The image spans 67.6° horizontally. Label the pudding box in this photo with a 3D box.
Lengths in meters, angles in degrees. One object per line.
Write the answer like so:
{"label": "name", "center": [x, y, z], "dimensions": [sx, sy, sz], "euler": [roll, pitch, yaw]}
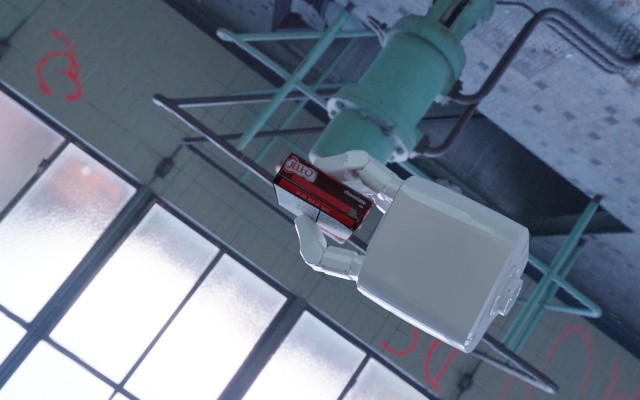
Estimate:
{"label": "pudding box", "center": [0.000, 0.002, 0.479], "dimensions": [0.090, 0.039, 0.113], "euler": [32, -12, 4]}
